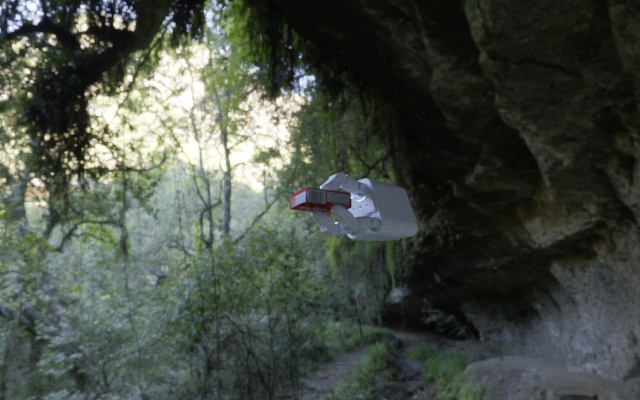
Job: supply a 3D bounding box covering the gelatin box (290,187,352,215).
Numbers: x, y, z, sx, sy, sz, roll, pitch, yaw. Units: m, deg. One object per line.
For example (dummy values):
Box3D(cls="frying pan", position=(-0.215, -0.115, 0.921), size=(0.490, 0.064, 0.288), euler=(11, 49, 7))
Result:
Box3D(cls="gelatin box", position=(0.000, 0.002, 0.851), size=(0.089, 0.030, 0.073), euler=(9, -14, -25))
